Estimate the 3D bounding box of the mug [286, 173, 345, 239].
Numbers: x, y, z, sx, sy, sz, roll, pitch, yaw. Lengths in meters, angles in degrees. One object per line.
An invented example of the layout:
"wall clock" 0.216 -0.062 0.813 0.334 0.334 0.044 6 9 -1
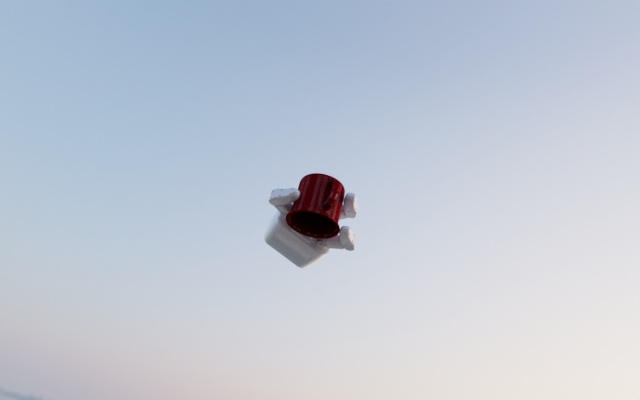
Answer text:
"mug" 0.001 0.002 0.801 0.093 0.081 0.117 23 -31 -13
